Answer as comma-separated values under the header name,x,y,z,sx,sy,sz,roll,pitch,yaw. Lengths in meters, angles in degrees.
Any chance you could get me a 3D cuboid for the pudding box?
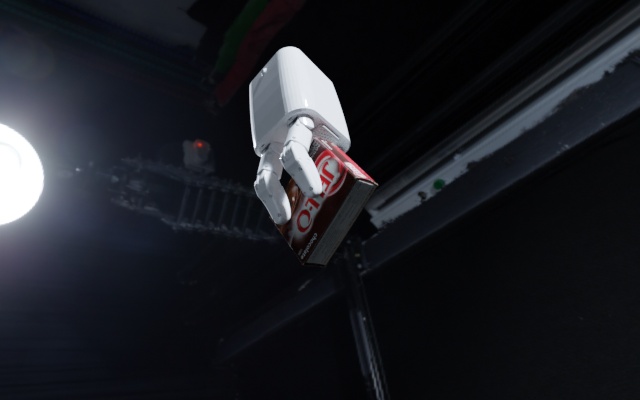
name,x,y,z,sx,sy,sz,roll,pitch,yaw
pudding box,0.000,0.002,0.517,0.039,0.113,0.090,14,24,-38
